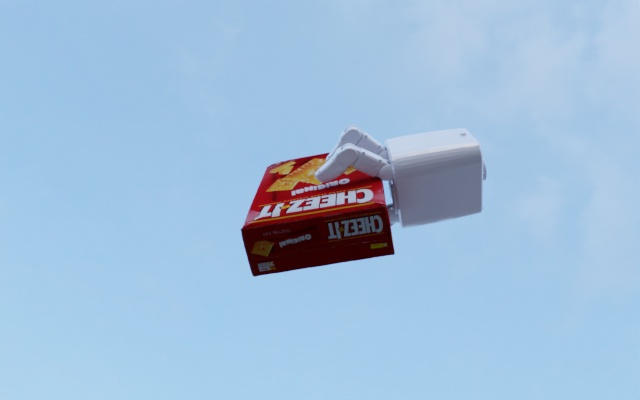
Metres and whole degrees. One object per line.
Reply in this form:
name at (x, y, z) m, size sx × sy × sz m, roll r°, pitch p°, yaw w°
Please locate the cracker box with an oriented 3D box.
cracker box at (0.000, 0.002, 0.614) m, size 0.164 × 0.072 × 0.213 m, roll -10°, pitch 22°, yaw 7°
